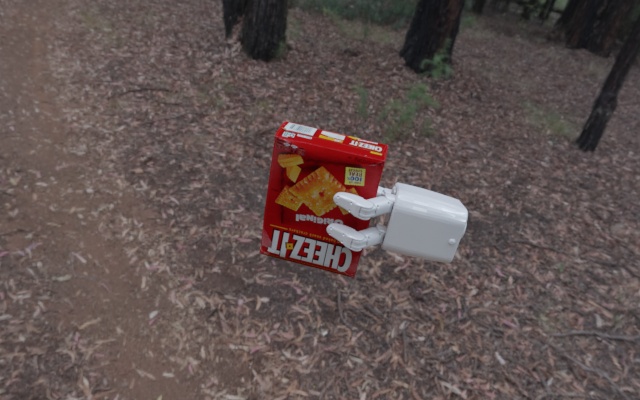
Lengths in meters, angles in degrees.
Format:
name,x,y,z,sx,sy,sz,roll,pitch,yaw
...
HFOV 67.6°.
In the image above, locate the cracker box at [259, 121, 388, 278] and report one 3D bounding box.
name,x,y,z,sx,sy,sz,roll,pitch,yaw
cracker box,0.000,0.002,0.741,0.164,0.214,0.072,14,29,5
